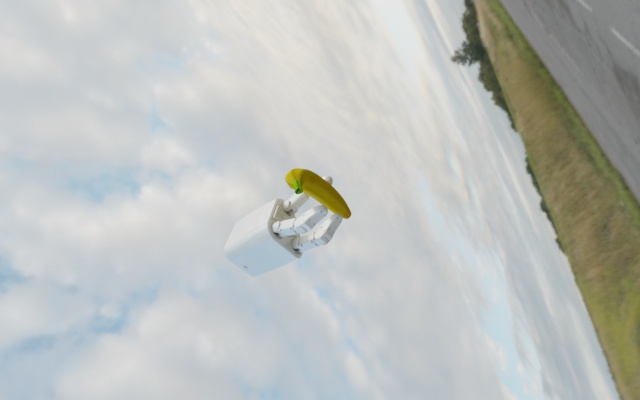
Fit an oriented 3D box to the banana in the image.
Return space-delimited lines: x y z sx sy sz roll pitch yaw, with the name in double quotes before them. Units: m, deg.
"banana" -0.008 -0.014 0.795 0.037 0.069 0.198 -30 -25 19
